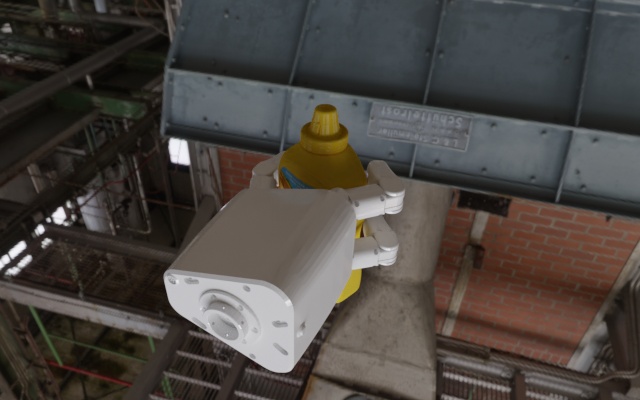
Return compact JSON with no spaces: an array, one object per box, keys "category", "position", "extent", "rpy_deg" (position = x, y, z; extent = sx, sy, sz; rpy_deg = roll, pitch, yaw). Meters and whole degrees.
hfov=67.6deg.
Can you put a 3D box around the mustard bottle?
[{"category":"mustard bottle","position":[0.000,0.002,0.446],"extent":[0.058,0.192,0.096],"rpy_deg":[-27,46,-33]}]
